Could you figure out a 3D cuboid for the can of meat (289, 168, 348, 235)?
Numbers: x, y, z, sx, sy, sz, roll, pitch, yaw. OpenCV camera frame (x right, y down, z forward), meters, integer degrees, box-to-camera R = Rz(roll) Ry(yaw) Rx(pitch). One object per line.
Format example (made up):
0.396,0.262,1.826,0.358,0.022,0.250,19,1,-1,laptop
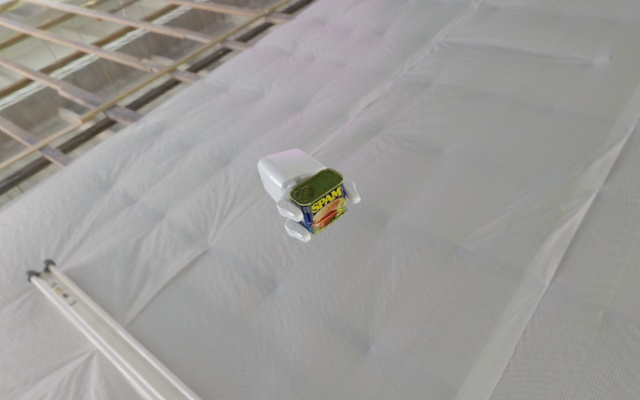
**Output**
0.000,0.003,0.894,0.102,0.084,0.057,-34,46,-21,can of meat
